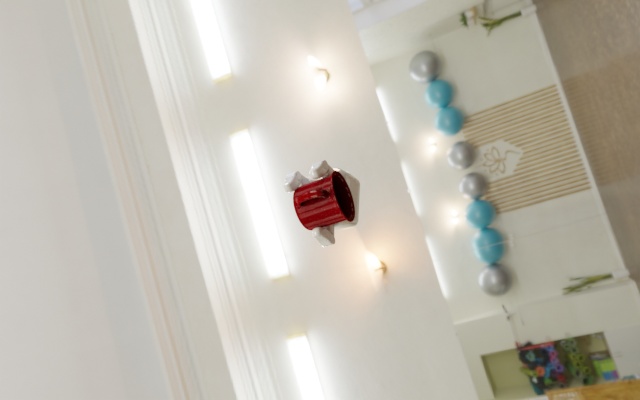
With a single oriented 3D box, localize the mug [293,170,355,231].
[{"bbox_3d":[-0.001,0.003,0.824,0.081,0.093,0.117,-19,-14,21],"label":"mug"}]
